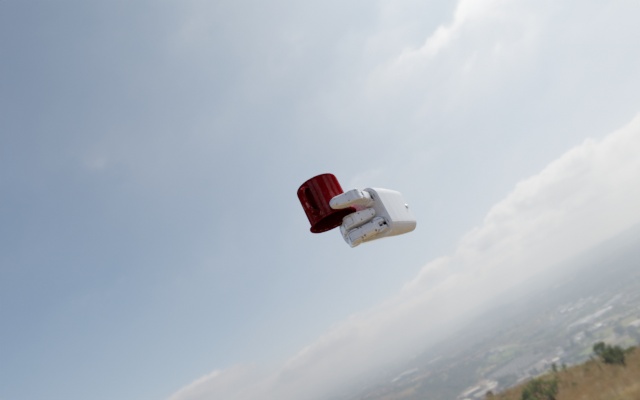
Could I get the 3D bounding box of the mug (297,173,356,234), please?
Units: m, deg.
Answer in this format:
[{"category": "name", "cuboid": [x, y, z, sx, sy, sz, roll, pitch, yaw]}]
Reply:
[{"category": "mug", "cuboid": [-0.001, 0.003, 0.869, 0.093, 0.081, 0.117, -37, -23, 29]}]
